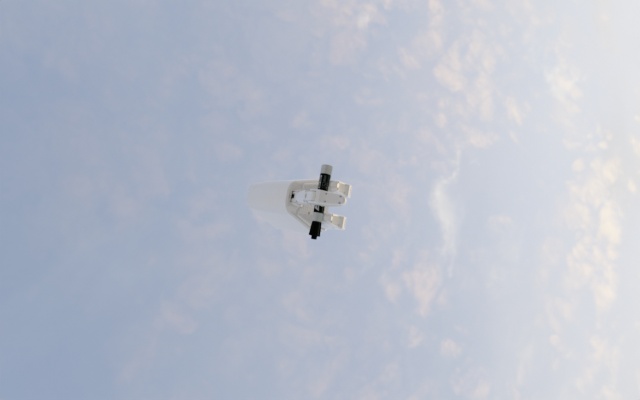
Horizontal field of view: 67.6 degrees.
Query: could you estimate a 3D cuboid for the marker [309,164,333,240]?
[{"bbox_3d":[0.000,0.002,0.761,0.020,0.121,0.020,10,-9,2],"label":"marker"}]
